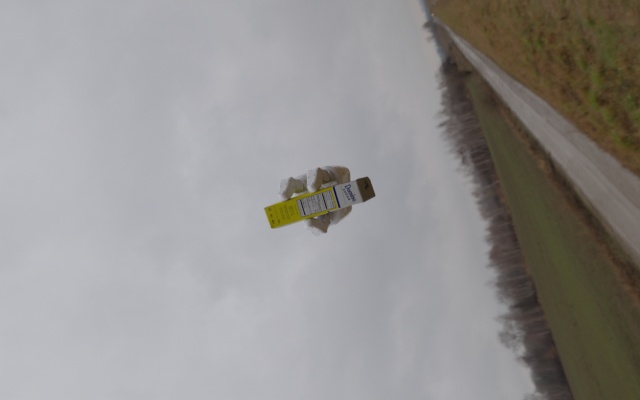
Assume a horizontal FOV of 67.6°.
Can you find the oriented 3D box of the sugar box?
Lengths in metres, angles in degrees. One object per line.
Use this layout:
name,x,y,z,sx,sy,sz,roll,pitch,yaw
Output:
sugar box,0.000,0.002,0.836,0.176,0.048,0.093,-19,0,20
